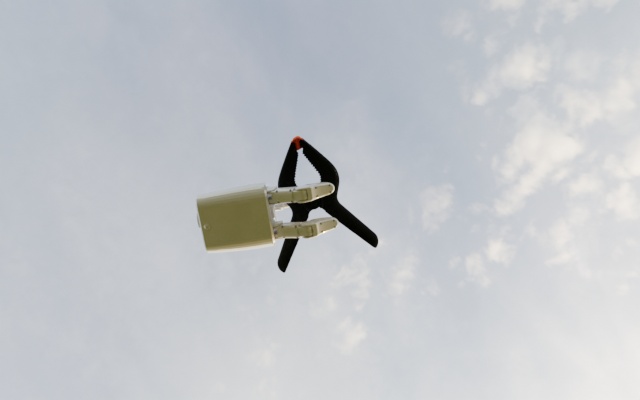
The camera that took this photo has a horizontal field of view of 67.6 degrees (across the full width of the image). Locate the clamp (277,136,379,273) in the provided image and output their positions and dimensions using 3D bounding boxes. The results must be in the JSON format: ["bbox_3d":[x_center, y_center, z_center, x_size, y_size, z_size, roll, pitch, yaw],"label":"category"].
[{"bbox_3d":[0.000,0.002,0.741,0.164,0.210,0.036,-9,14,-2],"label":"clamp"}]
